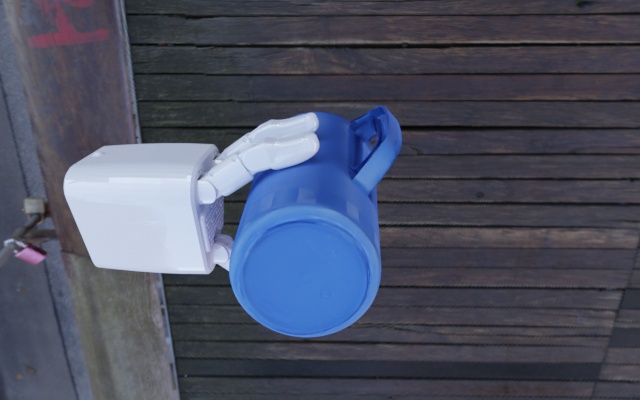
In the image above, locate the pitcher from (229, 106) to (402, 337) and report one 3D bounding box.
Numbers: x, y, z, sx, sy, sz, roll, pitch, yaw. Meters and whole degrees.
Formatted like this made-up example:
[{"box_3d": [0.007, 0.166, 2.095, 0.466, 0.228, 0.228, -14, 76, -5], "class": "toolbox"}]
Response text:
[{"box_3d": [0.000, 0.001, 0.435, 0.145, 0.149, 0.242, 3, 23, 1], "class": "pitcher"}]
